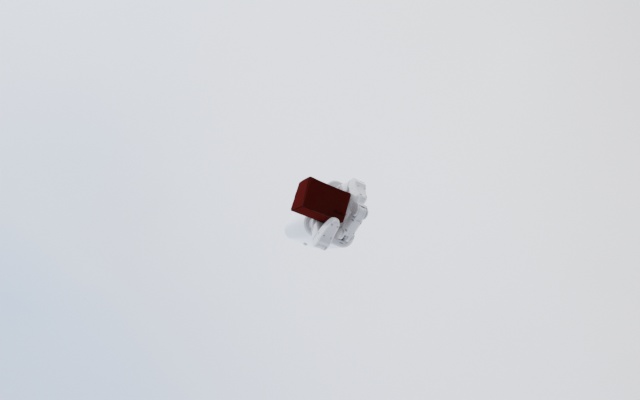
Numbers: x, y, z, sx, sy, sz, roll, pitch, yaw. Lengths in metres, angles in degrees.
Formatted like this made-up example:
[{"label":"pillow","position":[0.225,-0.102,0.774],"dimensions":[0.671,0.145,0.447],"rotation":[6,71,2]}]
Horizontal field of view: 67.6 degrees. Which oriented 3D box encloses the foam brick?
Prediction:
[{"label":"foam brick","position":[0.000,0.002,0.772],"dimensions":[0.078,0.053,0.051],"rotation":[23,-16,-21]}]
